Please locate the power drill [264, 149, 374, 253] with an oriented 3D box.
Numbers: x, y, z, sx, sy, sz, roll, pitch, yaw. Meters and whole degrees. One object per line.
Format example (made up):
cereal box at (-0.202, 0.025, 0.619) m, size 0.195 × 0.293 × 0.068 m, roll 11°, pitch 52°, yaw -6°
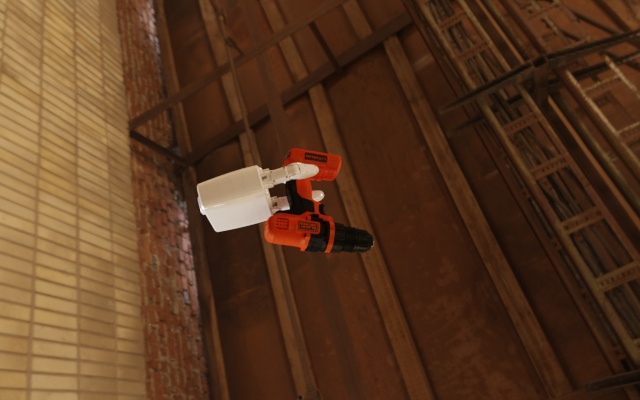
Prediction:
power drill at (0.000, 0.002, 0.828) m, size 0.184 × 0.187 × 0.057 m, roll 9°, pitch -38°, yaw -13°
